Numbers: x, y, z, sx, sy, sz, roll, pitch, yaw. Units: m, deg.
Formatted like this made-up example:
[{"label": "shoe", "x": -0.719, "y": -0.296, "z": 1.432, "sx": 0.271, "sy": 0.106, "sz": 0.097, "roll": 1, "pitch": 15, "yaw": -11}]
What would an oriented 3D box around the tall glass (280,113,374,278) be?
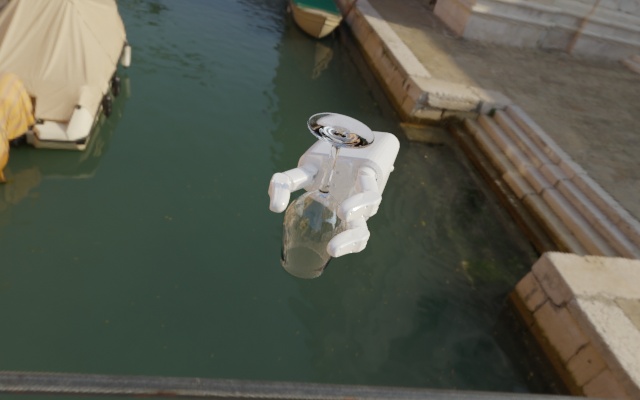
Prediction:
[{"label": "tall glass", "x": 0.000, "y": 0.001, "z": 0.570, "sx": 0.079, "sy": 0.201, "sz": 0.079, "roll": 11, "pitch": 35, "yaw": -8}]
